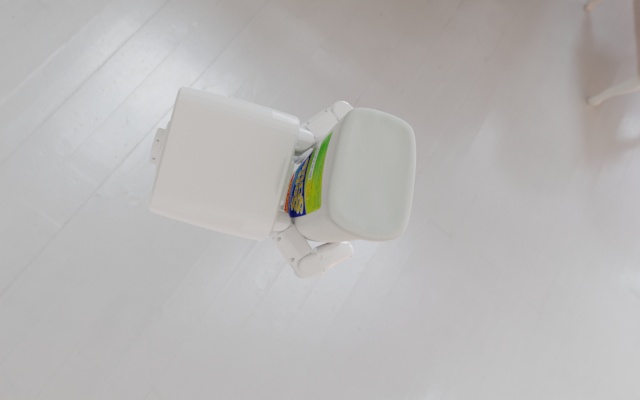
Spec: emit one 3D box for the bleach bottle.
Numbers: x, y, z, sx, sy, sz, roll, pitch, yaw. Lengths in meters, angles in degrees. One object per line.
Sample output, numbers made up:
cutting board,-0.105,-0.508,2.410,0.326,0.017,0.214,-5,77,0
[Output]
bleach bottle,0.000,0.001,0.460,0.068,0.102,0.251,15,-16,-16
